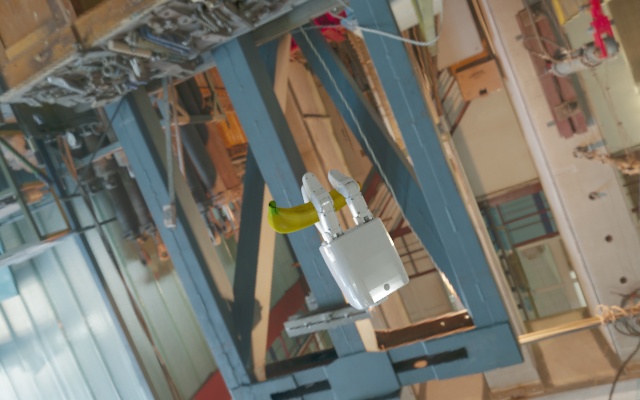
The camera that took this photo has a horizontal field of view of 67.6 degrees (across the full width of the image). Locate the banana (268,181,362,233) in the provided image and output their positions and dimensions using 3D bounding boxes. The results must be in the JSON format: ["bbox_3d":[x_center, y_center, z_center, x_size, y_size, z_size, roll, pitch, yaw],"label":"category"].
[{"bbox_3d":[-0.012,0.013,0.723,0.198,0.037,0.070,-17,-21,-46],"label":"banana"}]
